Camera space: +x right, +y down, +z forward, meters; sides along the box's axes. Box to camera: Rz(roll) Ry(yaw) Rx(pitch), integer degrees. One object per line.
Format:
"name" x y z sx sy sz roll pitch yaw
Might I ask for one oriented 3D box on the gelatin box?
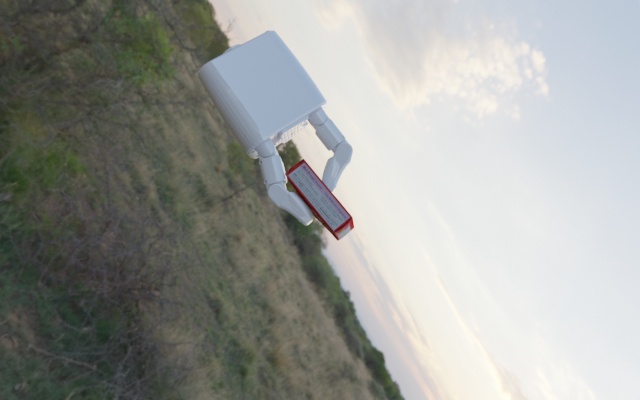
"gelatin box" 0.001 0.002 0.550 0.030 0.089 0.073 -40 -12 -4
